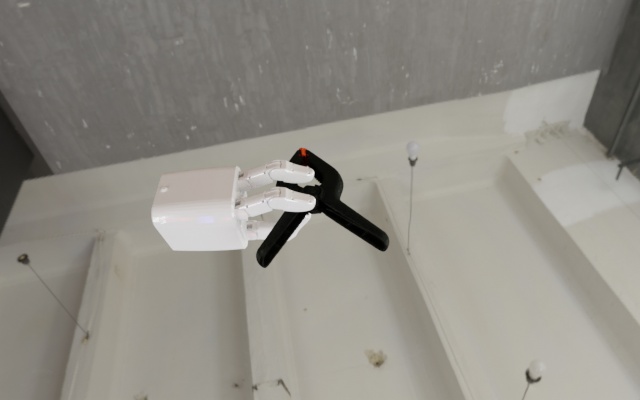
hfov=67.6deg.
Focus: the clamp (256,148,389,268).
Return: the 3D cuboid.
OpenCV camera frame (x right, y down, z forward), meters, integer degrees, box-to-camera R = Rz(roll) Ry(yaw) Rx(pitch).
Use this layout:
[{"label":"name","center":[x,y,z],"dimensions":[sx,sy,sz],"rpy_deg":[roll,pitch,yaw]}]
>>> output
[{"label":"clamp","center":[0.000,0.002,0.648],"dimensions":[0.164,0.036,0.209],"rpy_deg":[-2,44,-2]}]
